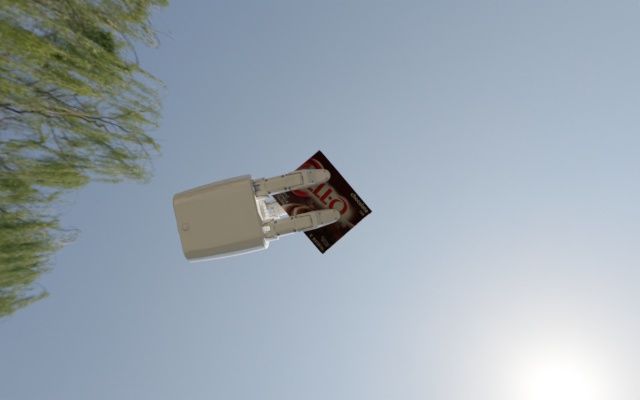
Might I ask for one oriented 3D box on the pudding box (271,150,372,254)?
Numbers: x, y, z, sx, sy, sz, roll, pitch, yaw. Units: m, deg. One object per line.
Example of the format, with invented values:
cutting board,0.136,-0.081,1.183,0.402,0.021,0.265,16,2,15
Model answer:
pudding box,0.000,0.002,0.653,0.090,0.113,0.039,-41,0,-2
